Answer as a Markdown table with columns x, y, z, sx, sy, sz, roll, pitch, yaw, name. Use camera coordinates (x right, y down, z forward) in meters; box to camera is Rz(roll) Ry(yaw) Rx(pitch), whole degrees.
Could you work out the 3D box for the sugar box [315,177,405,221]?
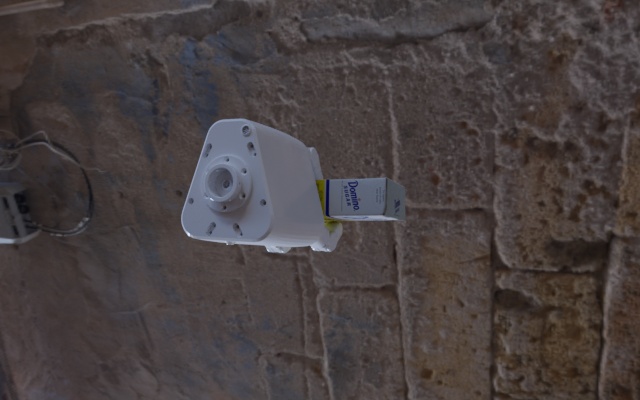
| x | y | z | sx | sy | sz | roll | pitch | yaw | name |
| --- | --- | --- | --- | --- | --- | --- | --- | --- | --- |
| 0.000 | 0.002 | 0.538 | 0.176 | 0.048 | 0.093 | 2 | -4 | 22 | sugar box |
